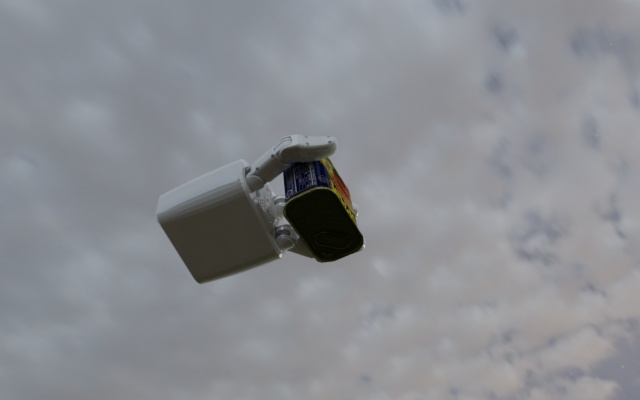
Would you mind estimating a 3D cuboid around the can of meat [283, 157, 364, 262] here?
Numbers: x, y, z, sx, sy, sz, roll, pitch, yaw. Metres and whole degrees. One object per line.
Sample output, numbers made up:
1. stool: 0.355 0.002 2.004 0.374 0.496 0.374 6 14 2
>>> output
1. can of meat: 0.000 0.001 0.517 0.057 0.102 0.084 -25 39 12
